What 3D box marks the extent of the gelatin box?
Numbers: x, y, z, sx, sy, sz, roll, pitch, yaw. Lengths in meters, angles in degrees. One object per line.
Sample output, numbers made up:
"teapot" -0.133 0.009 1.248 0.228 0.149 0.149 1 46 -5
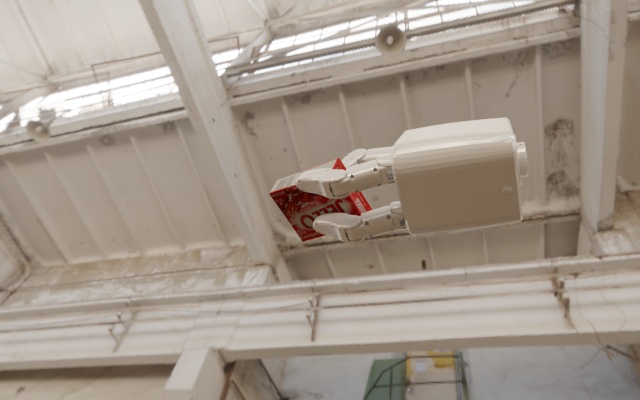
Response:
"gelatin box" 0.000 0.002 0.520 0.089 0.073 0.030 -17 29 32
